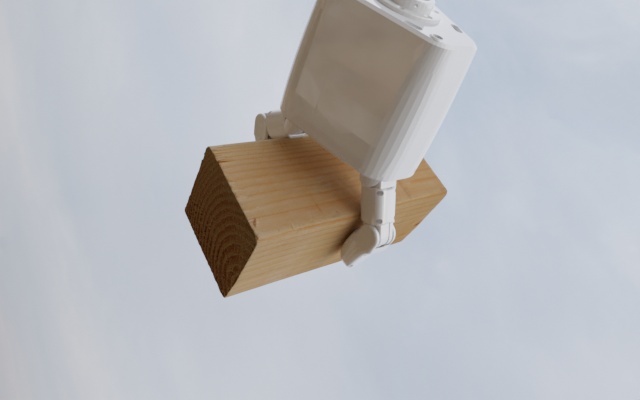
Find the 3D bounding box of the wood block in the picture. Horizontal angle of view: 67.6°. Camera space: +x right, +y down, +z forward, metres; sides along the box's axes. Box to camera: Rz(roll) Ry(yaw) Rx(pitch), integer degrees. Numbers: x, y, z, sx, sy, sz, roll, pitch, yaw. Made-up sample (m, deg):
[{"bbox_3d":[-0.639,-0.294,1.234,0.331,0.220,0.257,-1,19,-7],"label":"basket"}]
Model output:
[{"bbox_3d":[0.000,0.001,0.426,0.206,0.090,0.090,-12,-29,-37],"label":"wood block"}]
